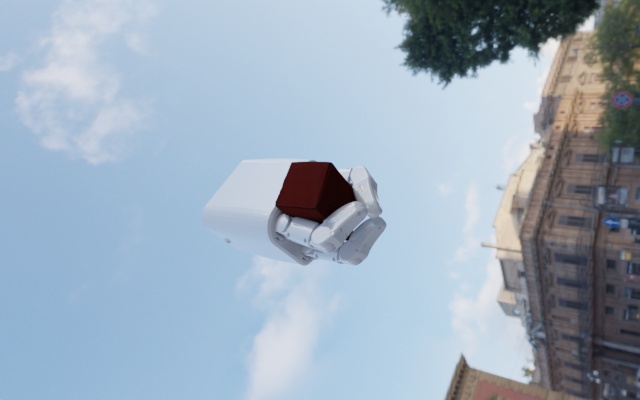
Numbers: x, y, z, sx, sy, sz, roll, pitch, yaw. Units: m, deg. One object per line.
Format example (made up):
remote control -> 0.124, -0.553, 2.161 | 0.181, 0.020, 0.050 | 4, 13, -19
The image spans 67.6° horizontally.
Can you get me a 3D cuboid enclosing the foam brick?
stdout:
foam brick -> 0.000, 0.001, 0.490 | 0.051, 0.053, 0.078 | 6, -25, 34
